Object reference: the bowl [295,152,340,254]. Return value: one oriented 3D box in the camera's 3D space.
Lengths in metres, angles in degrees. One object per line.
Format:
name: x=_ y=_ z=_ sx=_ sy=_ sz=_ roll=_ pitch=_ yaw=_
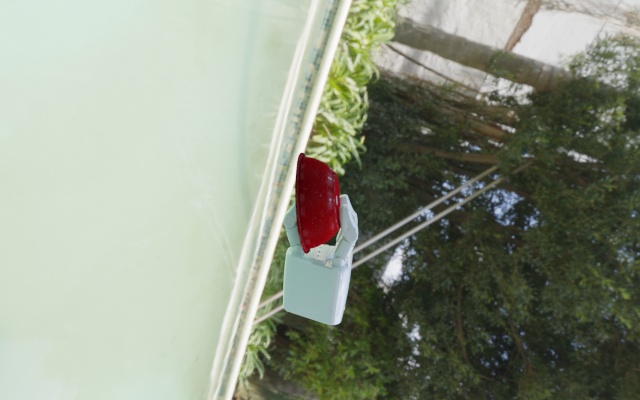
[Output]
bowl: x=0.000 y=0.001 z=0.752 sx=0.055 sy=0.162 sz=0.162 roll=-3 pitch=-1 yaw=7
